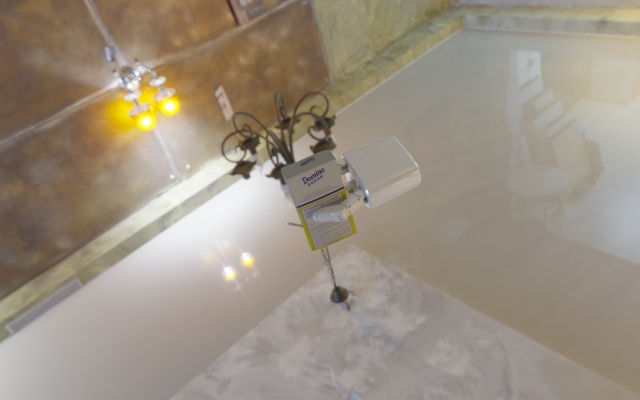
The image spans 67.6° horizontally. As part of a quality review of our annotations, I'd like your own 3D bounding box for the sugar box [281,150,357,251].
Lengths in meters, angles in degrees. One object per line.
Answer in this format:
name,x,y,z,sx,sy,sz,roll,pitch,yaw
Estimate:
sugar box,0.000,0.003,0.852,0.093,0.176,0.048,-23,36,-7
